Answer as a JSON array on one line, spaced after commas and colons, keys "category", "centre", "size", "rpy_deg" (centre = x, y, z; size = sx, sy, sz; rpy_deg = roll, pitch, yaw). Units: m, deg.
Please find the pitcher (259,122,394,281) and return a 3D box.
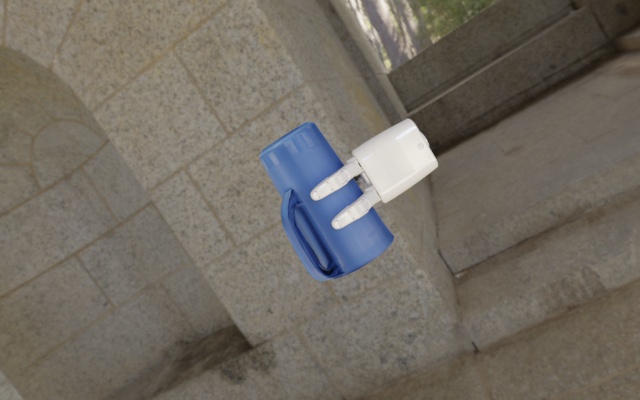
[{"category": "pitcher", "centre": [0.000, 0.002, 0.781], "size": [0.145, 0.243, 0.149], "rpy_deg": [-32, 6, 1]}]
